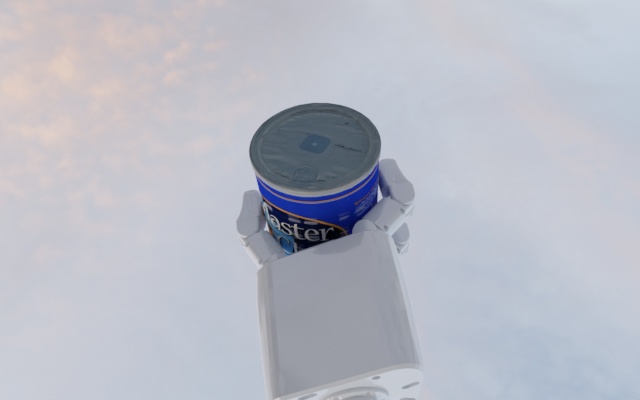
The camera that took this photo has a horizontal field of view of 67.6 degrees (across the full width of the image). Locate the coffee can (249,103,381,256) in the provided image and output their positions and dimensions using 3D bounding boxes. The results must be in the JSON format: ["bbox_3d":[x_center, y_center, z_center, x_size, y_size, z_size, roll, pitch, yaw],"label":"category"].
[{"bbox_3d":[0.000,0.001,0.421,0.103,0.102,0.140,0,-41,5],"label":"coffee can"}]
